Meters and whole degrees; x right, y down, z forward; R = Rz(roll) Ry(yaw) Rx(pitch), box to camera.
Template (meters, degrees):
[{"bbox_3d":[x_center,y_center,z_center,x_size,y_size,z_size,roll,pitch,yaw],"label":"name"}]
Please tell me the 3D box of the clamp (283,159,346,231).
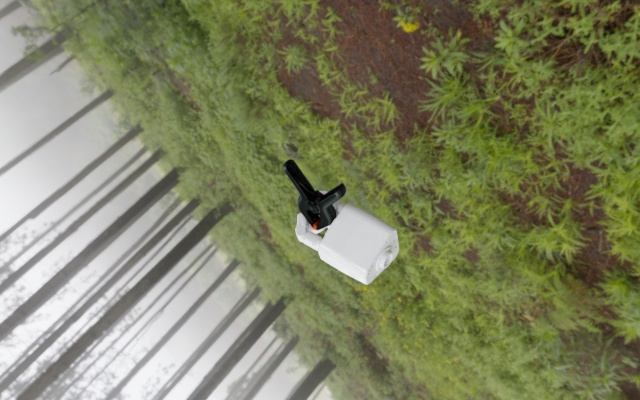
[{"bbox_3d":[0.000,0.003,0.862,0.120,0.039,0.172,27,-26,30],"label":"clamp"}]
